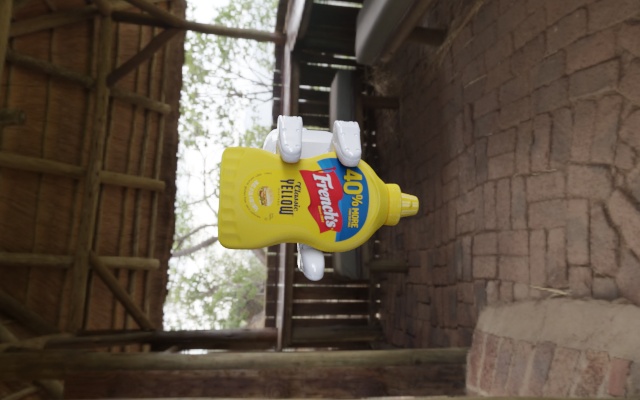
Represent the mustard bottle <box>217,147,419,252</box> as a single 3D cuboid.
[{"bbox_3d":[0.000,0.002,0.461,0.191,0.096,0.058,2,-8,-8],"label":"mustard bottle"}]
